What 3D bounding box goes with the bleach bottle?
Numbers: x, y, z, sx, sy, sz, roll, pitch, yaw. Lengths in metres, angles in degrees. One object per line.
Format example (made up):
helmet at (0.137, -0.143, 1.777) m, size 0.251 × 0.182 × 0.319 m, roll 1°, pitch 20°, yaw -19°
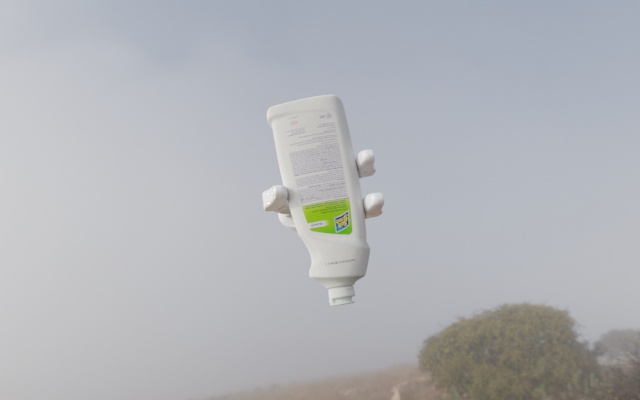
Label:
bleach bottle at (0.000, 0.002, 0.586) m, size 0.102 × 0.250 × 0.068 m, roll -11°, pitch -13°, yaw 9°
